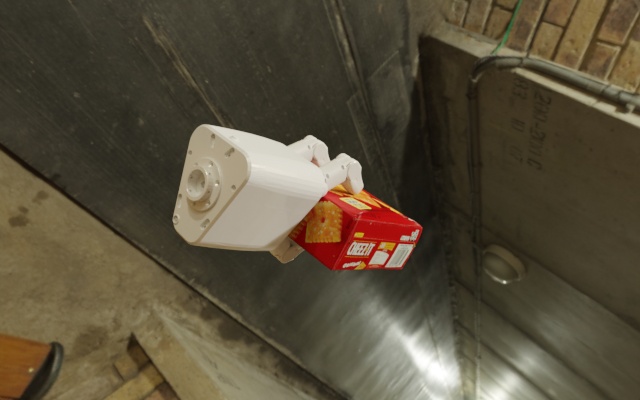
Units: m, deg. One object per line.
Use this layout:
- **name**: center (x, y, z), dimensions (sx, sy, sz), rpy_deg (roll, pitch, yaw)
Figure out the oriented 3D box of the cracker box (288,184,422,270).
- **cracker box**: center (0.000, 0.002, 0.597), dimensions (0.213, 0.072, 0.164), rpy_deg (36, 15, 34)
